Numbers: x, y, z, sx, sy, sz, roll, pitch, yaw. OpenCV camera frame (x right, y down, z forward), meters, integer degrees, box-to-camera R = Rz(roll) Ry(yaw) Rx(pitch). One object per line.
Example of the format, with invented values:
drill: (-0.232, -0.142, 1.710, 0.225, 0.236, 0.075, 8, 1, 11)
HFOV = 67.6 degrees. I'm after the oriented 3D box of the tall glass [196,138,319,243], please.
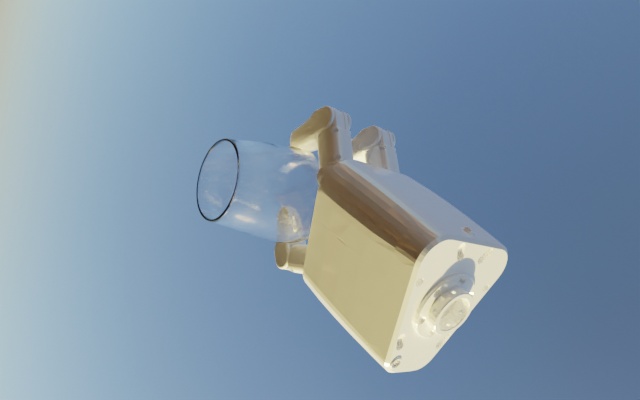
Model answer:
tall glass: (0.000, 0.001, 0.408, 0.201, 0.079, 0.079, 12, -8, -39)
